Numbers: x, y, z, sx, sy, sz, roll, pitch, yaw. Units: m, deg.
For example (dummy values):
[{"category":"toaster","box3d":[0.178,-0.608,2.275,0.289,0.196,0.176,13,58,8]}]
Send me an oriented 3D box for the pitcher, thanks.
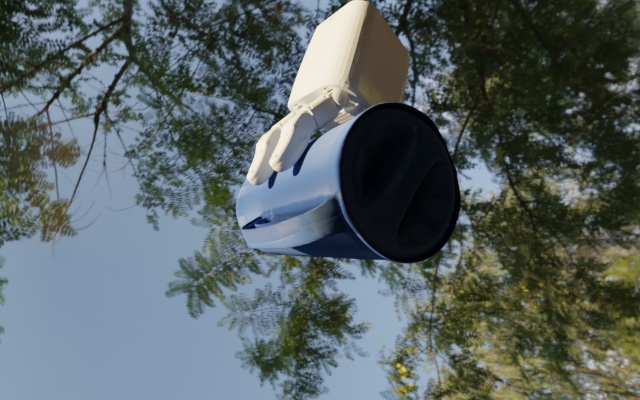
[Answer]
[{"category":"pitcher","box3d":[0.000,0.001,0.479,0.149,0.145,0.243,25,-20,-28]}]
